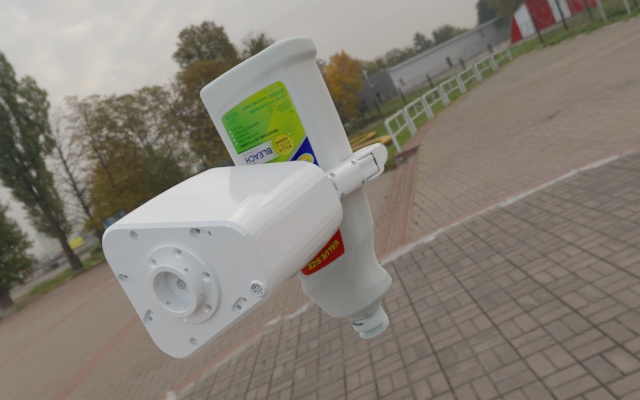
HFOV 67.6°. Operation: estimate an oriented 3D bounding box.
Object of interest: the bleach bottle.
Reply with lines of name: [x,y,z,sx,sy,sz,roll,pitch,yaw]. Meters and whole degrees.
bleach bottle: [0.000,0.001,0.404,0.102,0.251,0.068,-22,10,27]
